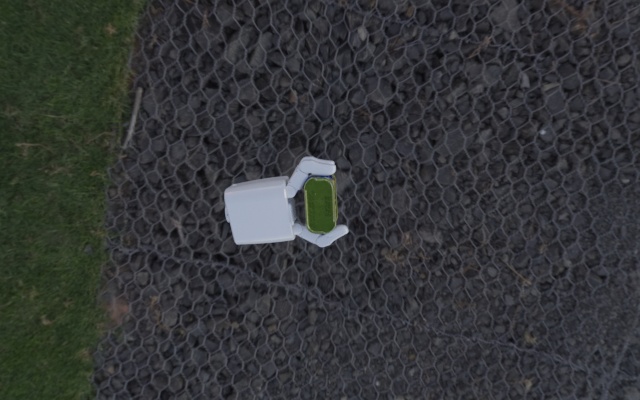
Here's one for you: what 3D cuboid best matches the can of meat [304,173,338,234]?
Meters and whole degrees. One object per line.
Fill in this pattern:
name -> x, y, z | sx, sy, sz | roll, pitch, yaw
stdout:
can of meat -> 0.000, 0.003, 0.835 | 0.057, 0.102, 0.084 | -3, 9, 2
